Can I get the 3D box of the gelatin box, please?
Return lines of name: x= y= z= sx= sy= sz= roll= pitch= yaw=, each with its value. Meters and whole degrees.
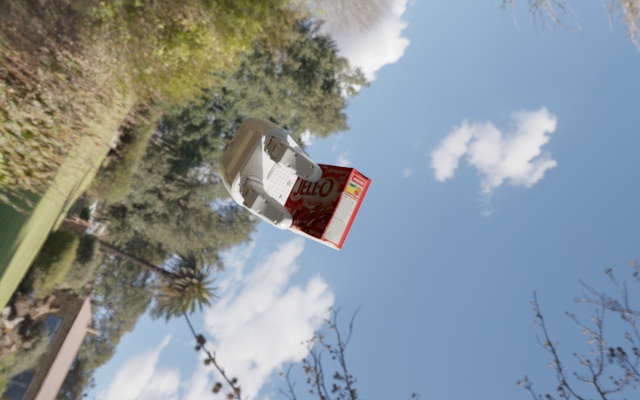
gelatin box: x=0.001 y=0.002 z=0.470 sx=0.030 sy=0.073 sz=0.089 roll=30 pitch=-8 yaw=-34
